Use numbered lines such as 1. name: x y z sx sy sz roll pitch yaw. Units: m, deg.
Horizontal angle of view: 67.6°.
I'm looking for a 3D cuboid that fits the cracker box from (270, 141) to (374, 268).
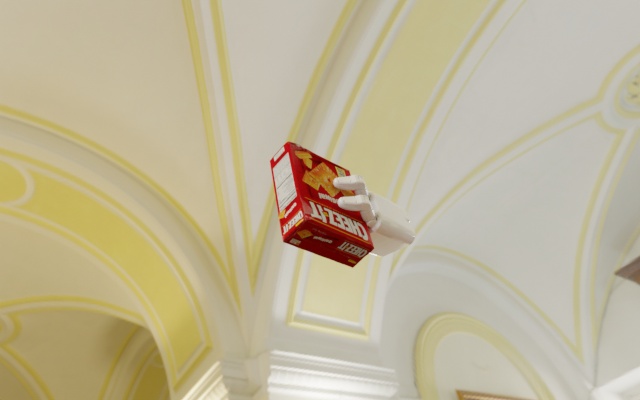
1. cracker box: 0.000 0.003 0.893 0.164 0.213 0.072 24 -56 -33
